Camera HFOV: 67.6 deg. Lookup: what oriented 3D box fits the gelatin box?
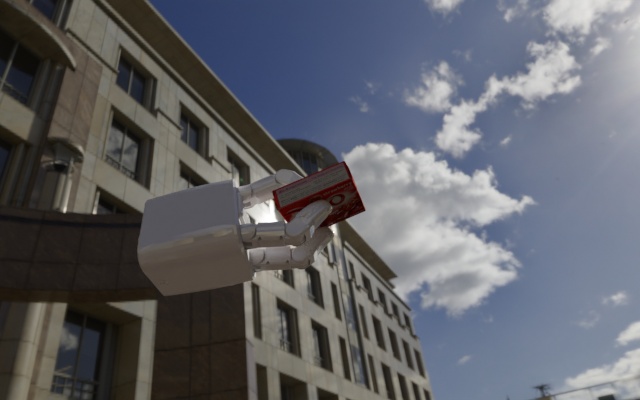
[{"bbox_3d":[0.000,0.001,0.540,0.089,0.030,0.073,-23,-34,4],"label":"gelatin box"}]
